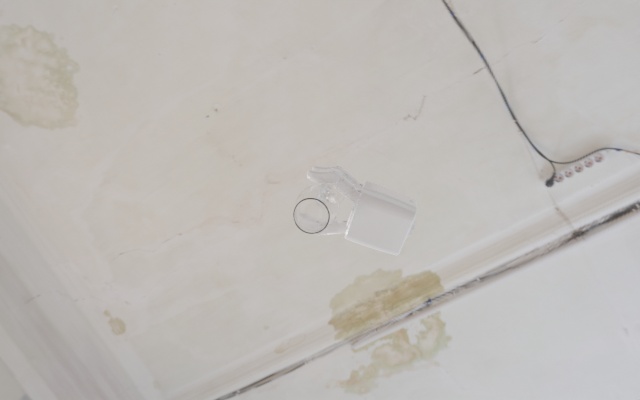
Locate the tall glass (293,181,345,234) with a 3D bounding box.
[{"bbox_3d":[0.000,0.003,0.884,0.079,0.079,0.201,0,13,9],"label":"tall glass"}]
